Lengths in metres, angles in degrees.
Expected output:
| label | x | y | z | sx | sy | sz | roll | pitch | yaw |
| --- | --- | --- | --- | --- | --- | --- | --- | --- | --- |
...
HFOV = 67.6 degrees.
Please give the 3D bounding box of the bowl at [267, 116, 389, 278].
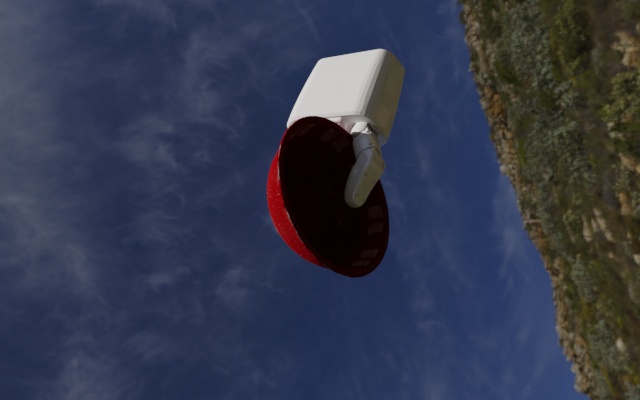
| label | x | y | z | sx | sy | sz | roll | pitch | yaw |
| --- | --- | --- | --- | --- | --- | --- | --- | --- | --- |
| bowl | -0.001 | 0.003 | 0.470 | 0.055 | 0.162 | 0.162 | -23 | -14 | 36 |
